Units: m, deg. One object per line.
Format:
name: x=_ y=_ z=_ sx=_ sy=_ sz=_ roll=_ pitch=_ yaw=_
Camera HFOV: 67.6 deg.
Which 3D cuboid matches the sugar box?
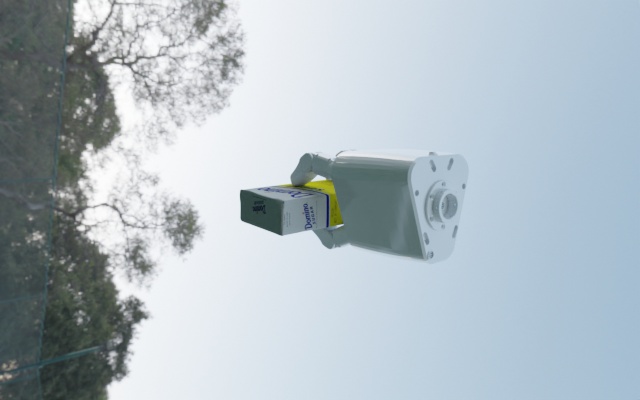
sugar box: x=0.000 y=0.001 z=0.585 sx=0.176 sy=0.048 sz=0.093 roll=-6 pitch=12 yaw=-38
